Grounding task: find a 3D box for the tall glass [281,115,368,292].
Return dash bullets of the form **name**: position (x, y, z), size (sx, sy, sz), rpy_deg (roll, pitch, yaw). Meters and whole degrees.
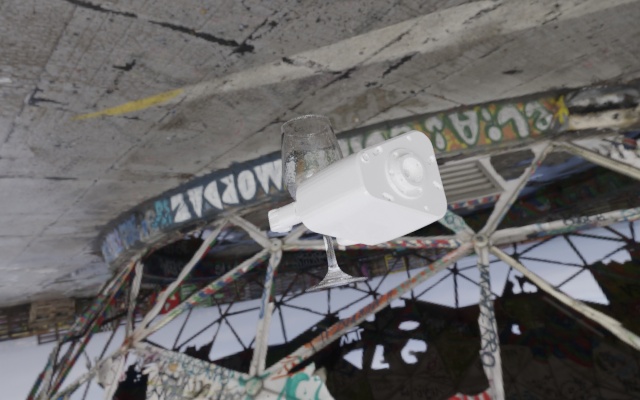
- **tall glass**: position (0.000, 0.003, 0.571), size (0.079, 0.201, 0.079), rpy_deg (-11, -12, -2)
